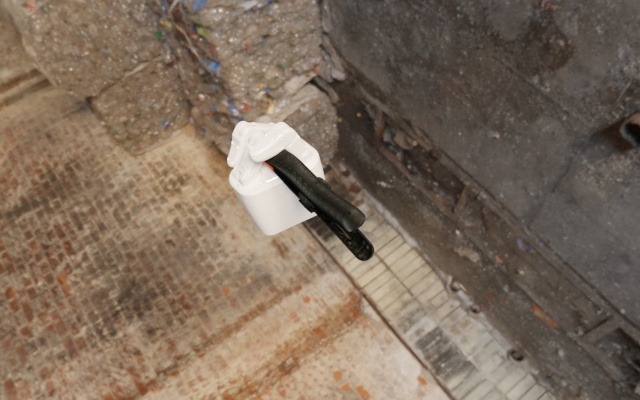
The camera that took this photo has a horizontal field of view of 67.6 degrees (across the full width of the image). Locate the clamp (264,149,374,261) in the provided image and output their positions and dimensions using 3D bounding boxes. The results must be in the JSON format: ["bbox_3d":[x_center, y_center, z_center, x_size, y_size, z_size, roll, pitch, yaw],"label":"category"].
[{"bbox_3d":[-0.001,0.002,0.551,0.171,0.039,0.120,45,-14,33],"label":"clamp"}]
